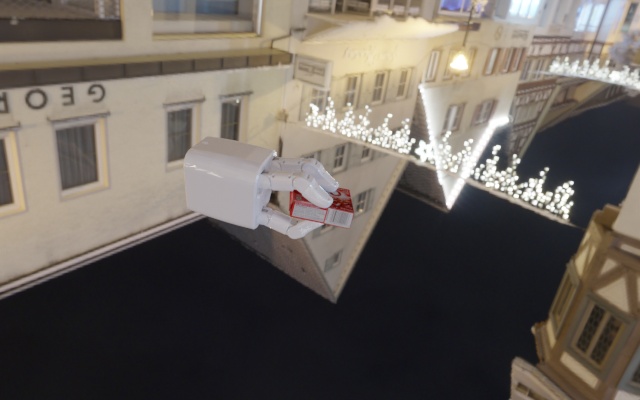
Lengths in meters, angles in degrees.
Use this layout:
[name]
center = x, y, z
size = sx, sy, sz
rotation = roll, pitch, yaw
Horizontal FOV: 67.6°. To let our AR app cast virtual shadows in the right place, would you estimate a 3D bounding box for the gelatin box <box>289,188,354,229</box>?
[gelatin box]
center = 0.000, 0.003, 0.682
size = 0.089, 0.030, 0.073
rotation = 12, 26, -9
